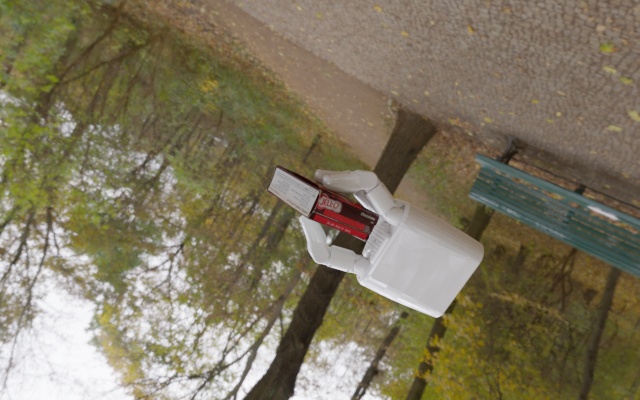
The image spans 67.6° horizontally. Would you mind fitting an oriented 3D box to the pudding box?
[{"bbox_3d":[0.000,0.002,0.556,0.090,0.039,0.113,24,2,-35],"label":"pudding box"}]
